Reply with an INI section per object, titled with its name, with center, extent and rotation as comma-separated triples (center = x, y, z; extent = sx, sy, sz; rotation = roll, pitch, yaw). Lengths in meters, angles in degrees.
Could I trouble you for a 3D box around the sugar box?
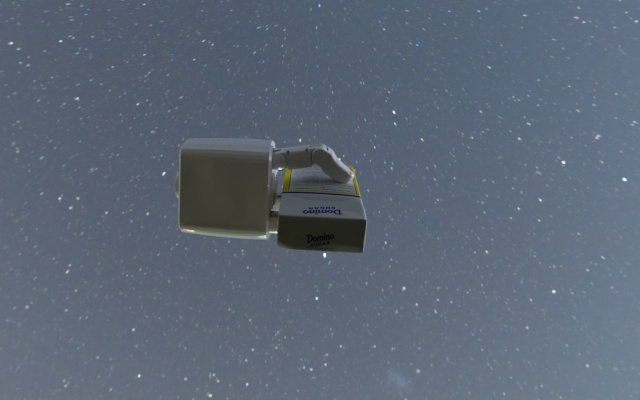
[sugar box]
center = 0.000, 0.002, 0.566
extent = 0.093, 0.048, 0.176
rotation = 4, 25, -1
